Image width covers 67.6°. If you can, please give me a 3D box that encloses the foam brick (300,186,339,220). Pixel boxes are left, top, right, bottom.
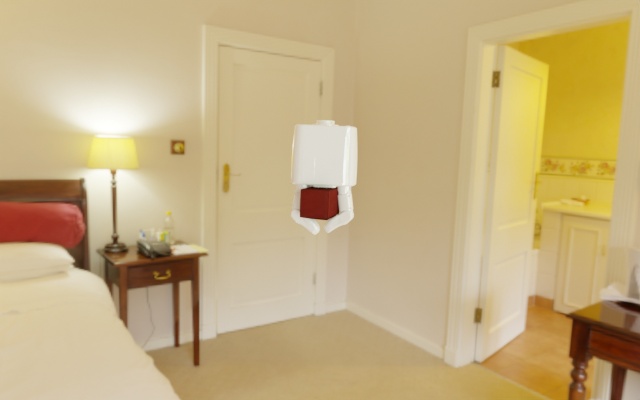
[{"bbox_3d":[0.000,0.003,0.848,0.053,0.051,0.078,5,8,17],"label":"foam brick"}]
